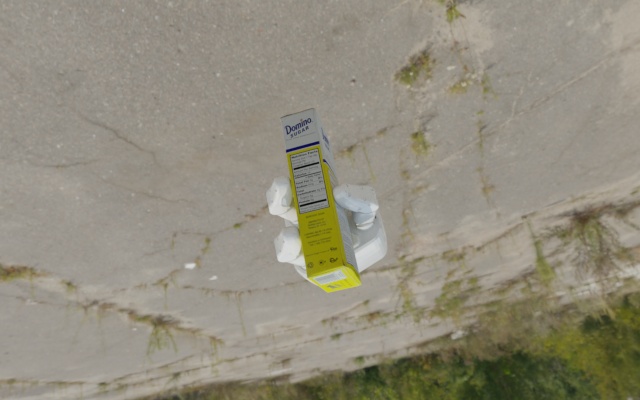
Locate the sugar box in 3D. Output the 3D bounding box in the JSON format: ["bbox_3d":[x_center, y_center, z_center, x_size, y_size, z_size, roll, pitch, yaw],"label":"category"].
[{"bbox_3d":[0.000,0.002,0.509,0.048,0.176,0.093,-16,-23,7],"label":"sugar box"}]
